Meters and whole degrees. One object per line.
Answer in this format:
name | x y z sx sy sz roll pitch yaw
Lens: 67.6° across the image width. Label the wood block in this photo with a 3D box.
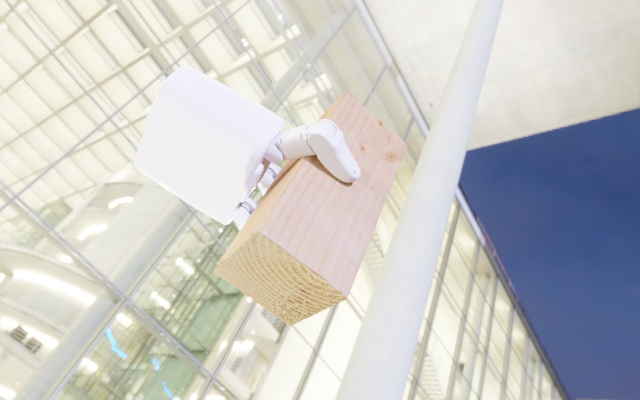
wood block | 0.000 0.001 0.458 0.090 0.206 0.091 39 -43 -12
